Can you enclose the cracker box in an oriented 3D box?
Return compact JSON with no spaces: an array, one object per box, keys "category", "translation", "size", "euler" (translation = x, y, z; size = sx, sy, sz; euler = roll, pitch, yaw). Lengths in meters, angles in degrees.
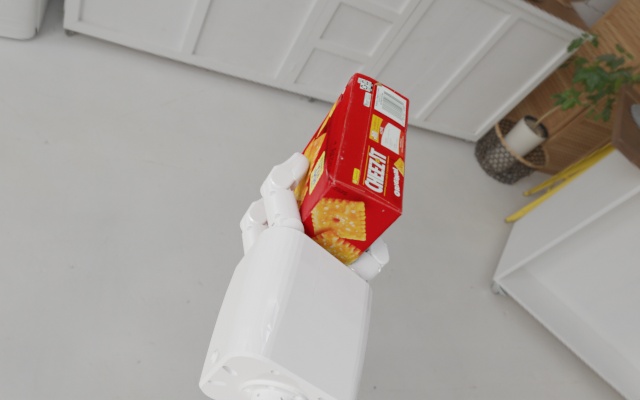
[{"category":"cracker box","translation":[0.000,0.002,0.482],"size":[0.072,0.164,0.214],"euler":[26,-45,-14]}]
